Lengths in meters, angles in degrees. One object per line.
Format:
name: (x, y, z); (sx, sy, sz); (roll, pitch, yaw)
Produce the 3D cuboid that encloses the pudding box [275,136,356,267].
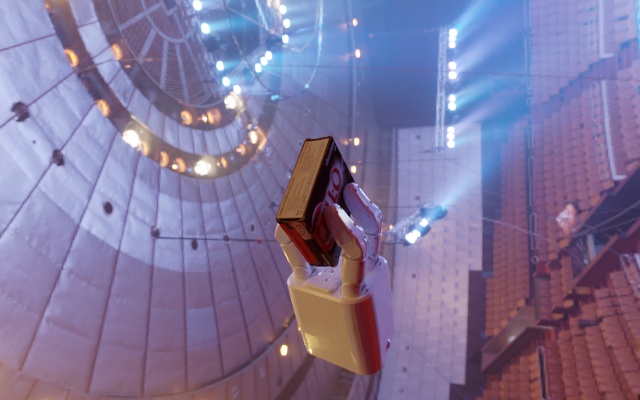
pudding box: (0.000, 0.002, 0.514); (0.039, 0.113, 0.090); (-3, -38, 25)
